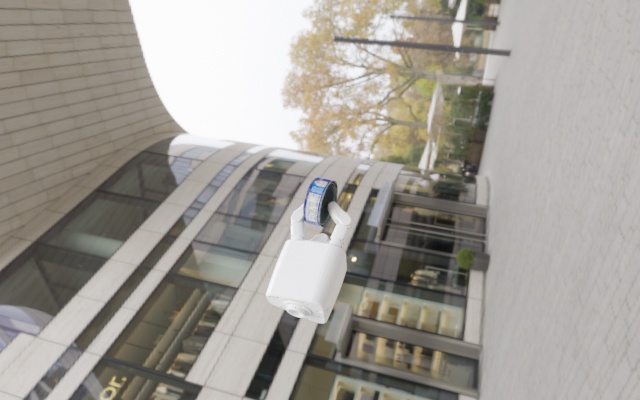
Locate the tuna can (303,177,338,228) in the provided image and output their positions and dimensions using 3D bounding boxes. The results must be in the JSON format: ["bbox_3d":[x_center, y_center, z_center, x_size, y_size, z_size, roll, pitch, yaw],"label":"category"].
[{"bbox_3d":[0.000,0.003,0.852,0.034,0.086,0.086,15,4,17],"label":"tuna can"}]
